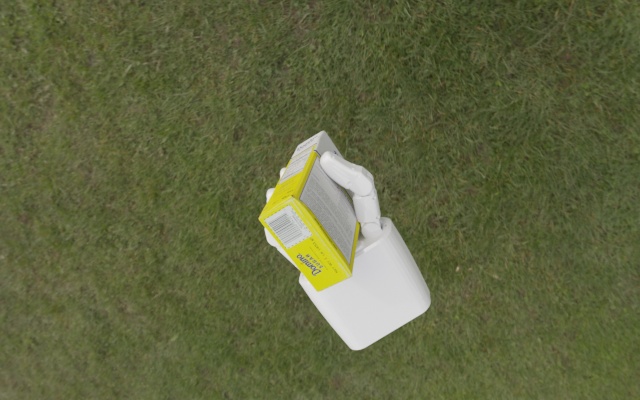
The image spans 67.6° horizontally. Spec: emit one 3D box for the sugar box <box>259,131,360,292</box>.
[{"bbox_3d":[0.000,0.002,0.490,0.048,0.093,0.176,-29,18,19],"label":"sugar box"}]
